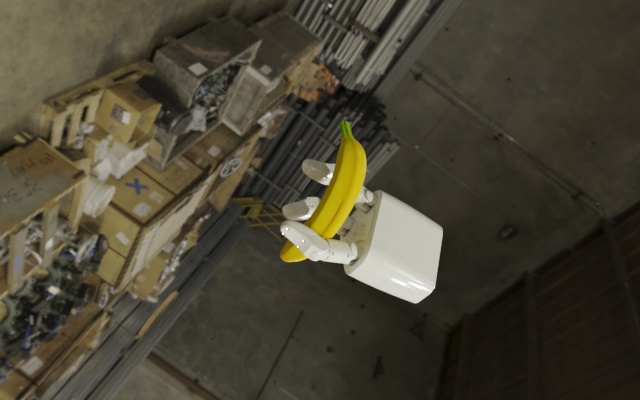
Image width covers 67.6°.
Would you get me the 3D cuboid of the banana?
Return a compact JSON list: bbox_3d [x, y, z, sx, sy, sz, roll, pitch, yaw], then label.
[{"bbox_3d":[0.007,0.008,0.573,0.037,0.198,0.069,17,20,-27],"label":"banana"}]
